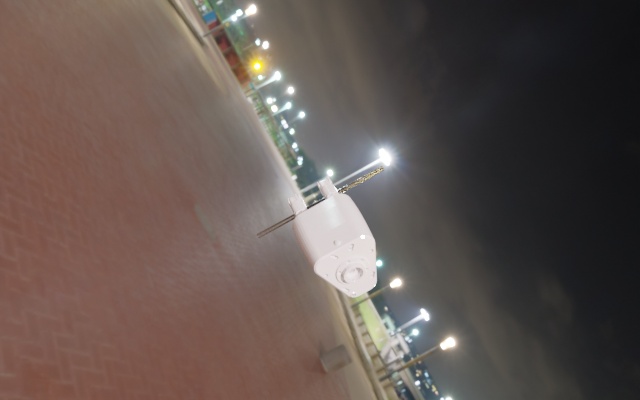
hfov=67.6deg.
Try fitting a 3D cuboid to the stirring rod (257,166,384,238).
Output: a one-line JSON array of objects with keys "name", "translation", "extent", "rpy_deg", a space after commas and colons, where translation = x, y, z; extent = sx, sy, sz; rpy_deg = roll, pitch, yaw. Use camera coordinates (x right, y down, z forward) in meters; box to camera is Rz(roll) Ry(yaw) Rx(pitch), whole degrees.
[{"name": "stirring rod", "translation": [0.000, 0.003, 0.805], "extent": [0.239, 0.011, 0.011], "rpy_deg": [-29, 0, -1]}]
